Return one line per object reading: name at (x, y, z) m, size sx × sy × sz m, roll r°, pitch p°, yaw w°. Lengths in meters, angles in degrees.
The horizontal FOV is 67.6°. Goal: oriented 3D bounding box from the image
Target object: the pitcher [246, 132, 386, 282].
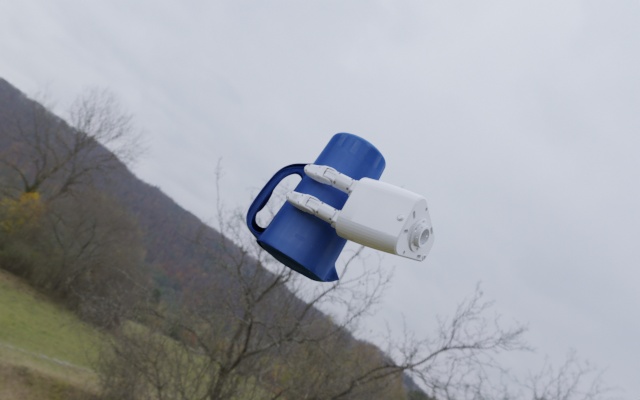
pitcher at (0.000, 0.003, 0.805) m, size 0.145 × 0.242 × 0.149 m, roll 19°, pitch -19°, yaw 40°
